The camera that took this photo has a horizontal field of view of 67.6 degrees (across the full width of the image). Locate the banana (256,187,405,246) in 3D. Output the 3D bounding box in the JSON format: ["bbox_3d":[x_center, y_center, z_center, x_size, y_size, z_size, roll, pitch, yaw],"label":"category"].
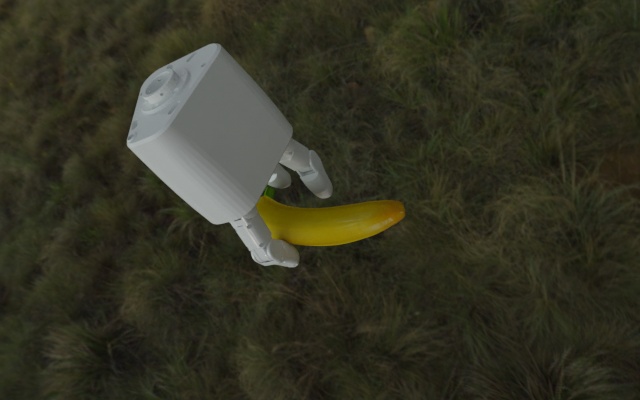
[{"bbox_3d":[-0.012,0.015,0.477,0.198,0.069,0.037,9,-34,43],"label":"banana"}]
